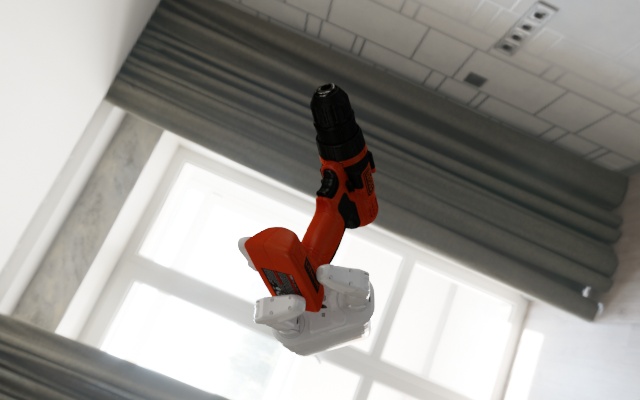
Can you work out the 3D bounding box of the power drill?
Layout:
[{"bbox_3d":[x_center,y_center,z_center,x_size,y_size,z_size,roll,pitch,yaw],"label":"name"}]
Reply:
[{"bbox_3d":[0.000,0.002,0.485,0.057,0.185,0.187,8,47,31],"label":"power drill"}]
